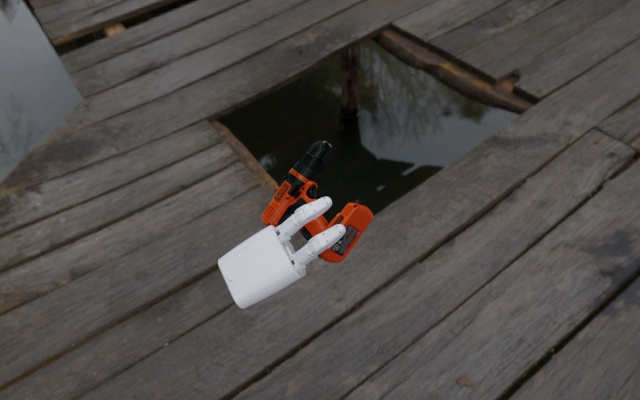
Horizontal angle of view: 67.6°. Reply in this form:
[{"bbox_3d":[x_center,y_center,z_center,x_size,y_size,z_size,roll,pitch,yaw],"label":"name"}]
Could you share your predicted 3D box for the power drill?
[{"bbox_3d":[0.000,0.003,0.801,0.057,0.184,0.187,30,6,-45],"label":"power drill"}]
